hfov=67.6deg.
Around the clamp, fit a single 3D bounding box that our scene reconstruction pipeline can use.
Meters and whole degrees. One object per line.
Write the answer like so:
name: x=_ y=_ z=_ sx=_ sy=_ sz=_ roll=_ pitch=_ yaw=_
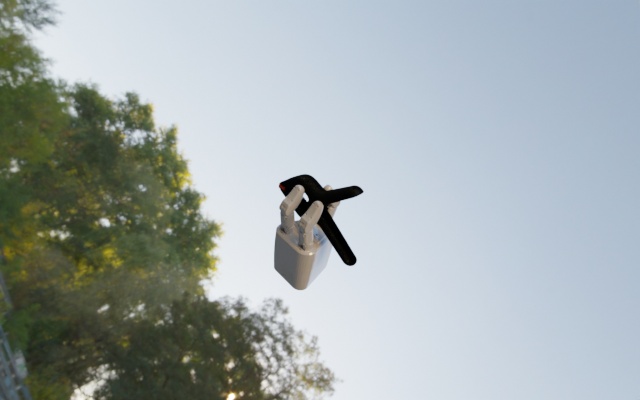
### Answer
clamp: x=0.000 y=0.002 z=0.868 sx=0.036 sy=0.165 sz=0.210 roll=-25 pitch=49 yaw=-36
